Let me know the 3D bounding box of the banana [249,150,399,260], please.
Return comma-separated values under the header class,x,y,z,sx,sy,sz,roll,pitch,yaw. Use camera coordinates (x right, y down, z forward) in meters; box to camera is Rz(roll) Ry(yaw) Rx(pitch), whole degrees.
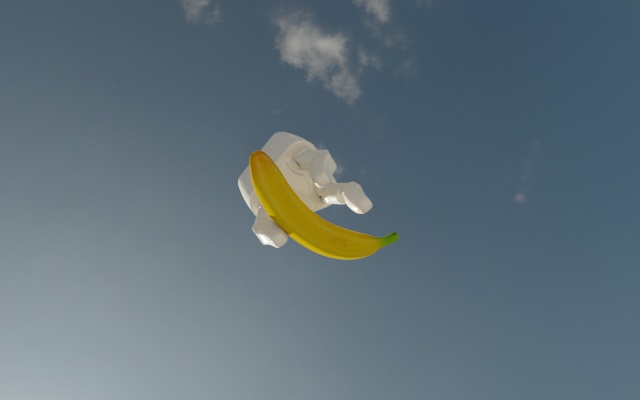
class,x,y,z,sx,sy,sz,roll,pitch,yaw
banana,-0.007,0.019,0.529,0.198,0.069,0.037,30,9,-24
